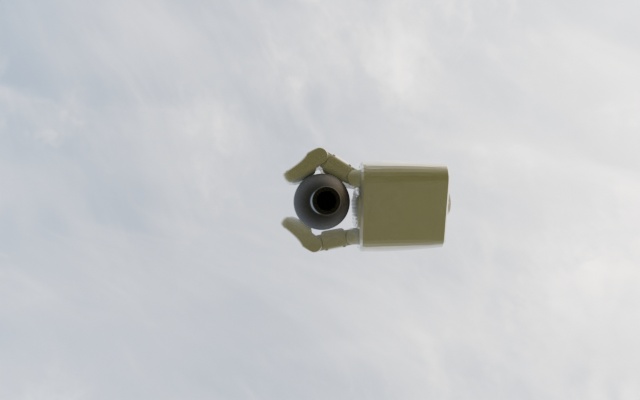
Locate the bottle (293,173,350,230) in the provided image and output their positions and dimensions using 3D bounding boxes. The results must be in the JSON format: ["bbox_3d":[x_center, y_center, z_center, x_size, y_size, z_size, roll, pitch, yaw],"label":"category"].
[{"bbox_3d":[0.000,0.002,0.594,0.069,0.069,0.296,0,-1,-2],"label":"bottle"}]
